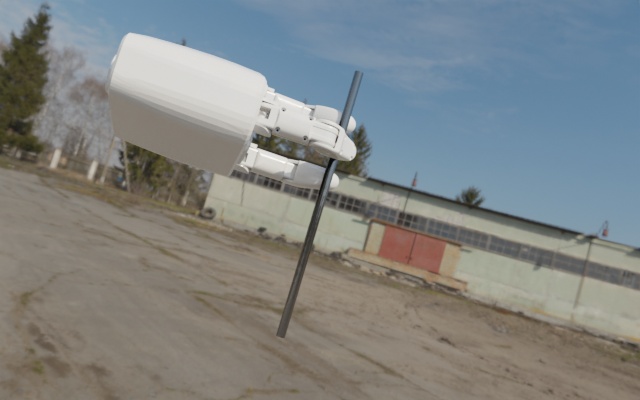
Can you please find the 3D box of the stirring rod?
[{"bbox_3d":[0.000,0.001,0.416,0.011,0.239,0.011,17,-4,1],"label":"stirring rod"}]
